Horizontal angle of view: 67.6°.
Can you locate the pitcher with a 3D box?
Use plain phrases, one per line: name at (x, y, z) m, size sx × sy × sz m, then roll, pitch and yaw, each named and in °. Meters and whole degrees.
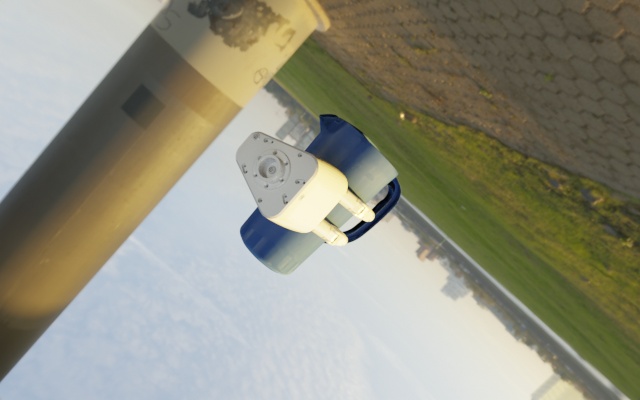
pitcher at (0.000, 0.002, 0.738) m, size 0.149 × 0.243 × 0.145 m, roll 46°, pitch 6°, yaw 21°
